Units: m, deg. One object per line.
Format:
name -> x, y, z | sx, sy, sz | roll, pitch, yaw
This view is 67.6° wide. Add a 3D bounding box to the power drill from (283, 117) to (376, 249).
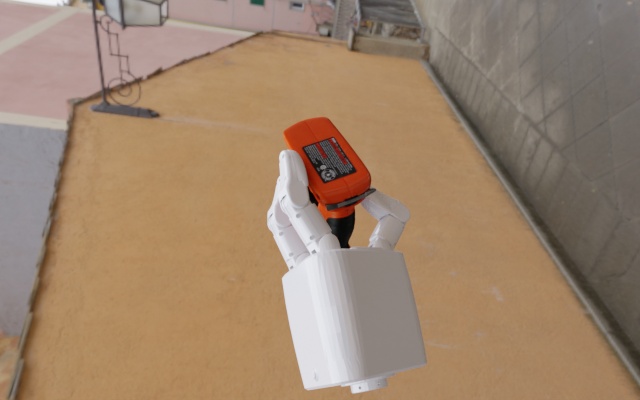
power drill -> 0.000, 0.002, 0.530 | 0.057, 0.184, 0.188 | -23, -35, -15
